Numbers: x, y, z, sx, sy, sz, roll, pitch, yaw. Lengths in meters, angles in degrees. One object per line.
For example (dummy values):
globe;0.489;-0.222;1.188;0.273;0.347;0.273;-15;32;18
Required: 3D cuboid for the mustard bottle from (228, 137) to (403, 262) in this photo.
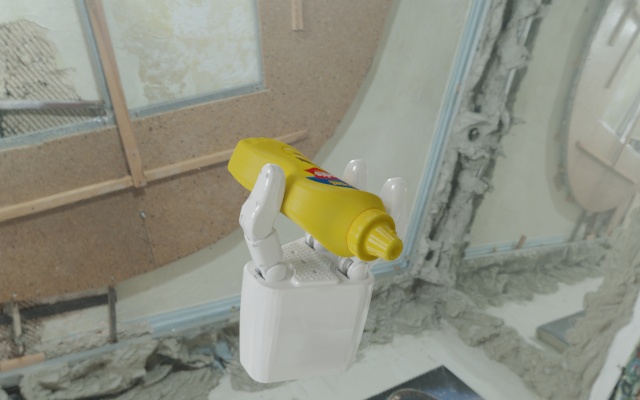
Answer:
mustard bottle;0.000;0.001;0.421;0.096;0.058;0.191;21;9;-43
